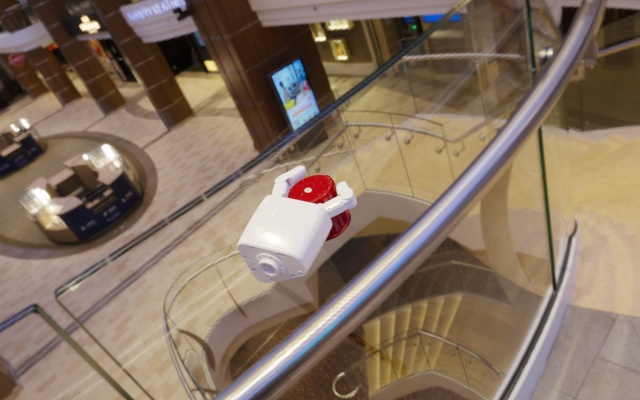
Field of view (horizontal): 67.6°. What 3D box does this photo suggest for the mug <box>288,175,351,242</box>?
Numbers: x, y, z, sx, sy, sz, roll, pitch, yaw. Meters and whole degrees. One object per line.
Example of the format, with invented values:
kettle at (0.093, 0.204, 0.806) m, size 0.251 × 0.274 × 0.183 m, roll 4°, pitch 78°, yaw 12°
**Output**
mug at (0.001, 0.002, 0.817) m, size 0.093 × 0.081 × 0.117 m, roll -1°, pitch 41°, yaw 31°
